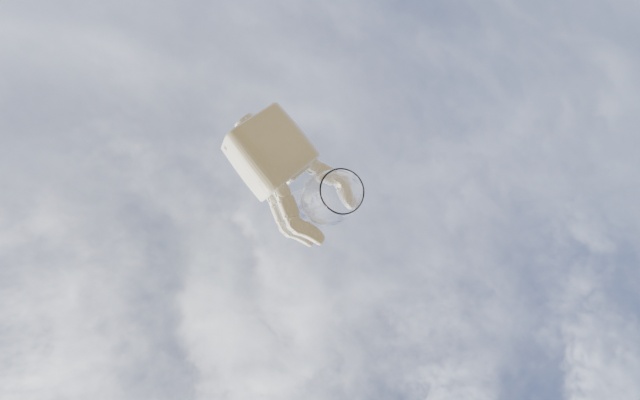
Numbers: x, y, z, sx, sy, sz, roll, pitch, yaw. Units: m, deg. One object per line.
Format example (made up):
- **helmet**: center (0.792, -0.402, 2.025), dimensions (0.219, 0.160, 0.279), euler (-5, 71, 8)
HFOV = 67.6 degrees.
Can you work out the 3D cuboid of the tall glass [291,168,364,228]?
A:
- **tall glass**: center (0.000, 0.003, 0.711), dimensions (0.079, 0.079, 0.201), euler (0, -8, -17)
